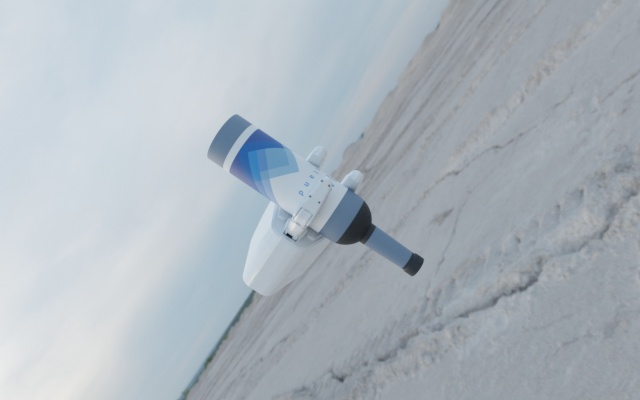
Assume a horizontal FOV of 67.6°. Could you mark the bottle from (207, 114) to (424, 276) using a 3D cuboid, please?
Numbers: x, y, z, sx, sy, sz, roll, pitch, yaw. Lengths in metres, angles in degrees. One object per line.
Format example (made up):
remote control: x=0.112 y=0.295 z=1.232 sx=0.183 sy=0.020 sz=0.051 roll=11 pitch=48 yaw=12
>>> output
bottle: x=0.000 y=0.002 z=0.597 sx=0.296 sy=0.069 sz=0.069 roll=34 pitch=0 yaw=-1
